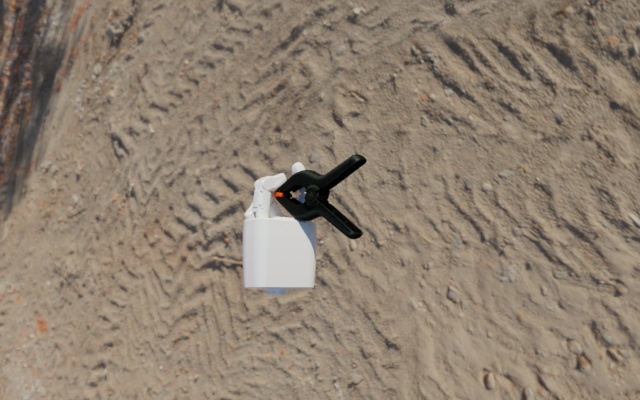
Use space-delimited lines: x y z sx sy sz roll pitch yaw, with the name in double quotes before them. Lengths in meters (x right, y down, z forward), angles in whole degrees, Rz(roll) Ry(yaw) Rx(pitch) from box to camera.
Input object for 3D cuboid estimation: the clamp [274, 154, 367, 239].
"clamp" 0.000 0.002 0.723 0.171 0.120 0.039 -9 -14 41
